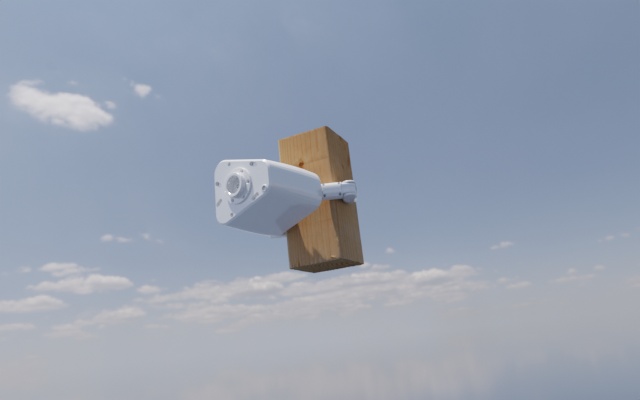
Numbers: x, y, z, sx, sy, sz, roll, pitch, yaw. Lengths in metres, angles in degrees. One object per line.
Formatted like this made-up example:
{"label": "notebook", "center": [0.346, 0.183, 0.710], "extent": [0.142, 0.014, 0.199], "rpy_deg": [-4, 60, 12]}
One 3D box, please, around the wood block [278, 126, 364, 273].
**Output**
{"label": "wood block", "center": [0.000, 0.002, 0.750], "extent": [0.091, 0.206, 0.090], "rpy_deg": [-13, -18, 23]}
